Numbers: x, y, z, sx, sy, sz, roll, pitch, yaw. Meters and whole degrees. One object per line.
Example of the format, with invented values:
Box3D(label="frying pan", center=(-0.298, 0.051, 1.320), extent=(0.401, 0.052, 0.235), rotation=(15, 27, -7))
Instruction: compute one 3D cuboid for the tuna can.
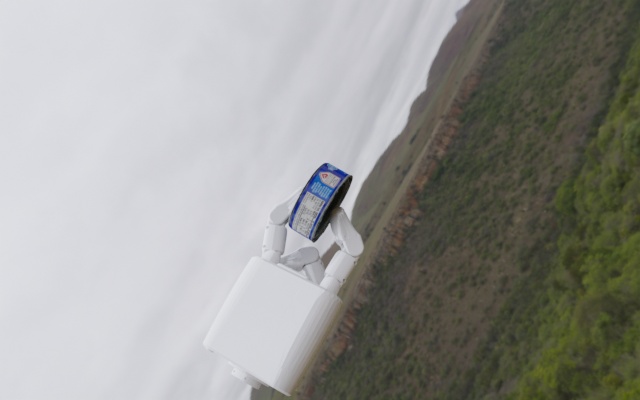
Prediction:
Box3D(label="tuna can", center=(0.000, 0.001, 0.528), extent=(0.034, 0.086, 0.086), rotation=(30, 5, 9))
